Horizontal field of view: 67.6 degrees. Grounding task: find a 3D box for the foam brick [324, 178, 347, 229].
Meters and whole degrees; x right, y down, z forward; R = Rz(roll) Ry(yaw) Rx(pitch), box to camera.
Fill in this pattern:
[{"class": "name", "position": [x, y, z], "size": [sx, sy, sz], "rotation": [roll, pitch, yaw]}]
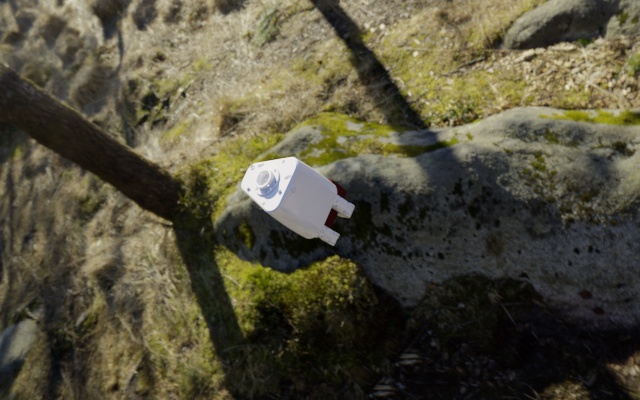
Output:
[{"class": "foam brick", "position": [0.000, 0.002, 0.823], "size": [0.053, 0.078, 0.051], "rotation": [15, -13, 39]}]
